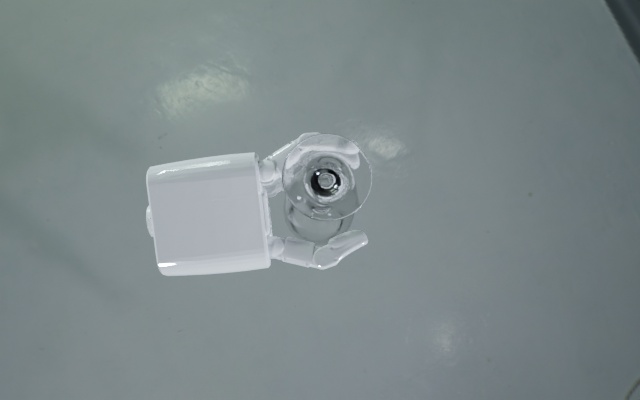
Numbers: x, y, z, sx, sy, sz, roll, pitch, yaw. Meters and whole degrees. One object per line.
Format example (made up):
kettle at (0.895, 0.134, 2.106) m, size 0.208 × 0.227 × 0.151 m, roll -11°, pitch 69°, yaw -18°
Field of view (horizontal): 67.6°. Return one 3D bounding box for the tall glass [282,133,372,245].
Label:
tall glass at (0.000, 0.001, 0.486) m, size 0.079 × 0.079 × 0.201 m, roll 0°, pitch -12°, yaw -3°
